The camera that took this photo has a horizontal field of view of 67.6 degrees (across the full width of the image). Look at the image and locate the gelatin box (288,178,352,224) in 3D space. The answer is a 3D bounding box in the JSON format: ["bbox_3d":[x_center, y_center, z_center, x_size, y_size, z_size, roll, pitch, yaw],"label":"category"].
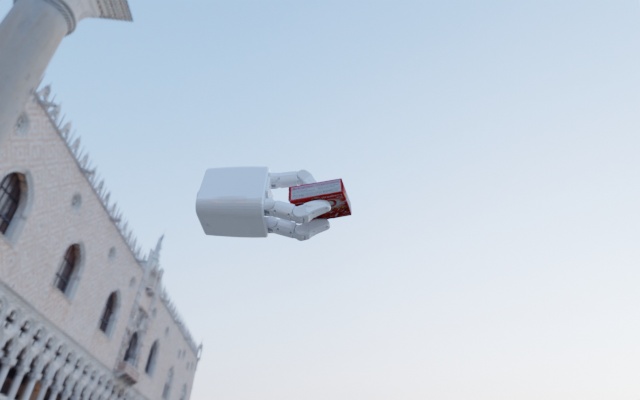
[{"bbox_3d":[0.000,0.002,0.768,0.089,0.030,0.073,-10,-34,10],"label":"gelatin box"}]
